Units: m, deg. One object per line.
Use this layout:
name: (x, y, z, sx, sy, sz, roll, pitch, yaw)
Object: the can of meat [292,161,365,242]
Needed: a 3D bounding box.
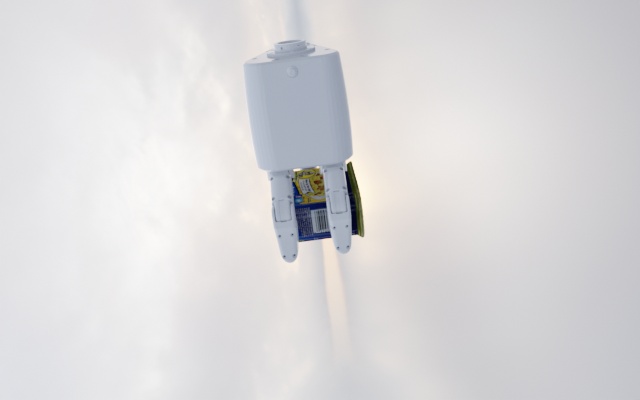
can of meat: (0.000, 0.002, 0.529, 0.084, 0.057, 0.102, -7, 29, 0)
